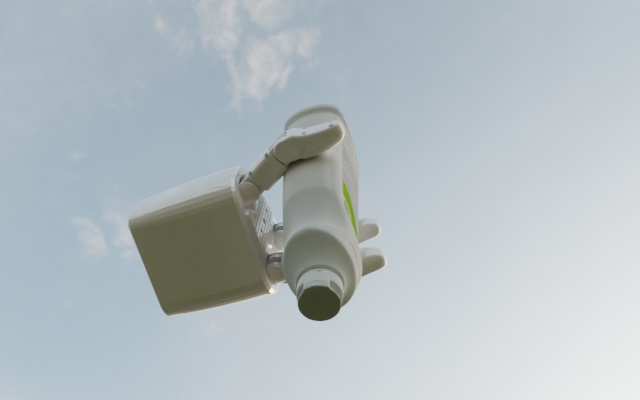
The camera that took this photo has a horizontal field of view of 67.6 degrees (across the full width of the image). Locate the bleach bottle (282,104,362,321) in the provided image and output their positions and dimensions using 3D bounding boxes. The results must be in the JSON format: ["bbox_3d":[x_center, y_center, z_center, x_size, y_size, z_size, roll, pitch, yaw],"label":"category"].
[{"bbox_3d":[0.000,0.001,0.410,0.068,0.103,0.250,-16,25,10],"label":"bleach bottle"}]
